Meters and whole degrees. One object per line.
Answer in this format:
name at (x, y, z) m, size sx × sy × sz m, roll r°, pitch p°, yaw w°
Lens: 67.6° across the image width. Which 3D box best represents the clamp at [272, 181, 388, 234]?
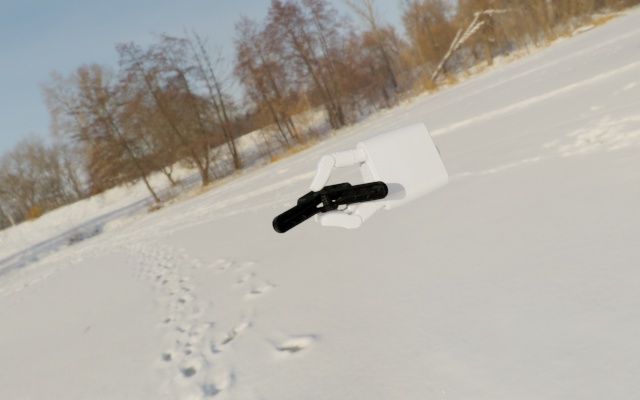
clamp at (0.000, 0.002, 0.732) m, size 0.164 × 0.036 × 0.210 m, roll -19°, pitch 7°, yaw -7°
